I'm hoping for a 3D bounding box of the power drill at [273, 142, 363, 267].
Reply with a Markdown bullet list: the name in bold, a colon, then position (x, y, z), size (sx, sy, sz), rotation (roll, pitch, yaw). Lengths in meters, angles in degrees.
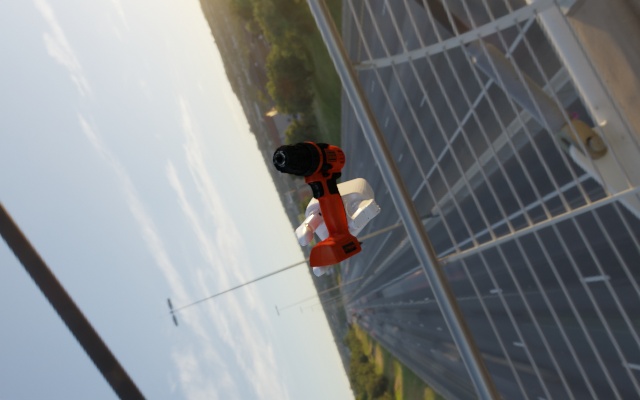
- **power drill**: position (0.000, 0.003, 0.730), size (0.057, 0.187, 0.184), rotation (-11, 0, 29)
